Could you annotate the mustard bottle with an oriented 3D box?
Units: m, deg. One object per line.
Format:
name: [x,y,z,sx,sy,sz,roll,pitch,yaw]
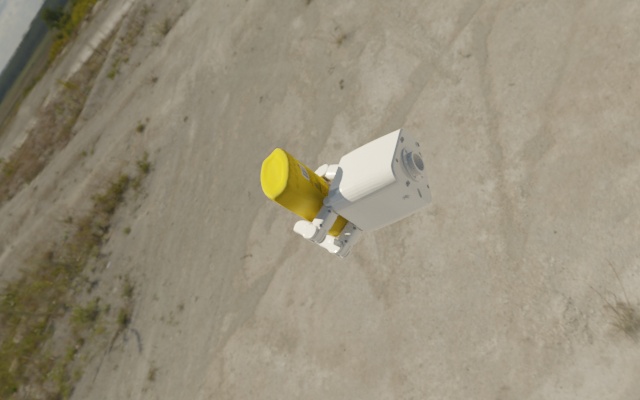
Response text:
mustard bottle: [0.000,0.002,0.714,0.192,0.058,0.096,33,22,-35]
